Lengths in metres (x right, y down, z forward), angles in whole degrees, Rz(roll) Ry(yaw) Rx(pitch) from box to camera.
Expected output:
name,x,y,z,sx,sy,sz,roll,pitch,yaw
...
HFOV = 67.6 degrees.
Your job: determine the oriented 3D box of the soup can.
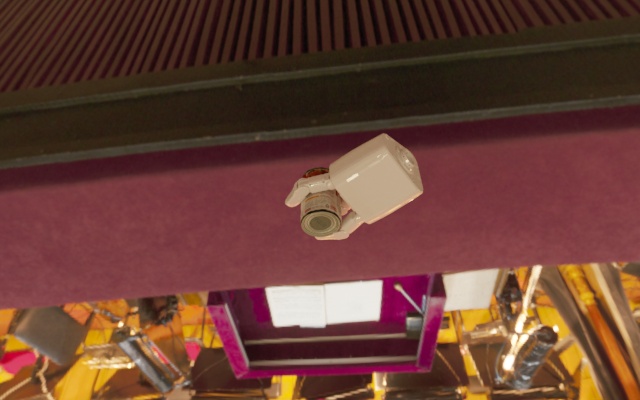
name,x,y,z,sx,sy,sz,roll,pitch,yaw
soup can,0.000,0.003,0.809,0.068,0.102,0.069,-1,-43,-1
